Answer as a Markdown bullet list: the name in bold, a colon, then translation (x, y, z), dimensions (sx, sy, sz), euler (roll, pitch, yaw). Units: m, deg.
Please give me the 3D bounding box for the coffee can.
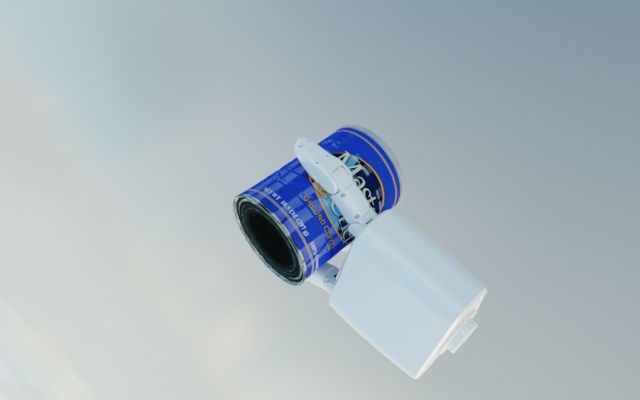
- **coffee can**: translation (0.000, 0.001, 0.475), dimensions (0.140, 0.103, 0.103), euler (-36, 18, -27)
